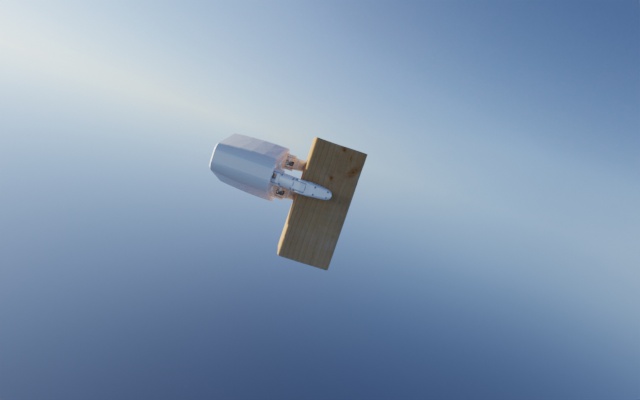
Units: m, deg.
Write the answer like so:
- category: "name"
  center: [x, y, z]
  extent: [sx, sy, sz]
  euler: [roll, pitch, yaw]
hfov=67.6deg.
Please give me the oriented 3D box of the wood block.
- category: "wood block"
  center: [0.000, 0.002, 0.826]
  extent: [0.090, 0.206, 0.091]
  euler: [18, 6, -6]
